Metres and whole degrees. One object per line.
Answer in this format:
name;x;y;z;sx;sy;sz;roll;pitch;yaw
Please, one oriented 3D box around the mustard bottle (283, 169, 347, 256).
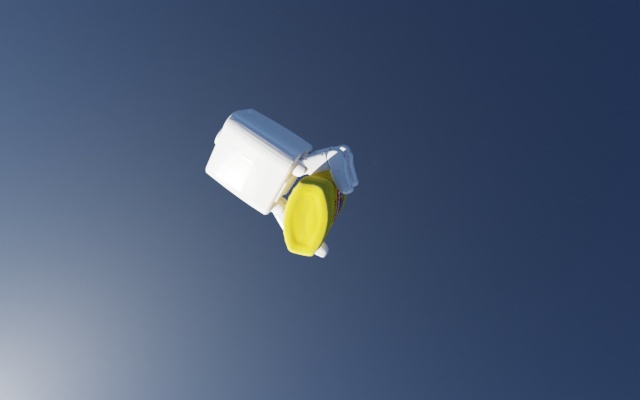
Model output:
mustard bottle;0.000;0.002;0.664;0.058;0.096;0.191;10;15;9
